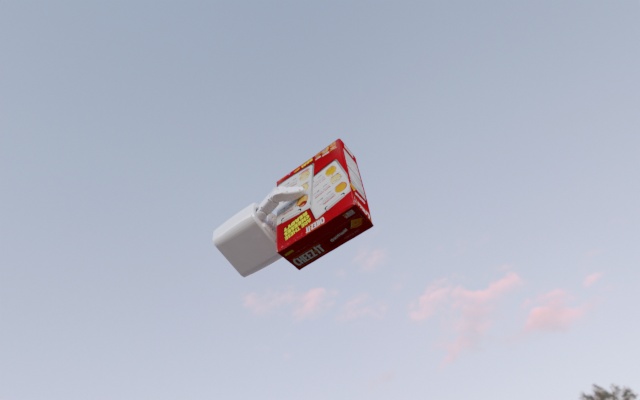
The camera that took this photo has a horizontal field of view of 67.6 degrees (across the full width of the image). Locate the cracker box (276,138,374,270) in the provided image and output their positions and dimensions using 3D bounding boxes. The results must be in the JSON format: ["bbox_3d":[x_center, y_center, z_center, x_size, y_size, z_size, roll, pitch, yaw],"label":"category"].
[{"bbox_3d":[0.000,0.003,0.885,0.164,0.213,0.072,-33,-56,18],"label":"cracker box"}]
